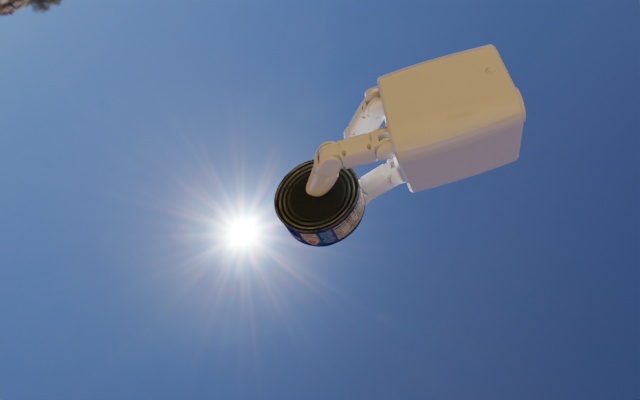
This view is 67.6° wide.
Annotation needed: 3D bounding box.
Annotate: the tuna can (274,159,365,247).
[{"bbox_3d":[0.000,0.002,0.471,0.086,0.086,0.034,0,-33,21],"label":"tuna can"}]
